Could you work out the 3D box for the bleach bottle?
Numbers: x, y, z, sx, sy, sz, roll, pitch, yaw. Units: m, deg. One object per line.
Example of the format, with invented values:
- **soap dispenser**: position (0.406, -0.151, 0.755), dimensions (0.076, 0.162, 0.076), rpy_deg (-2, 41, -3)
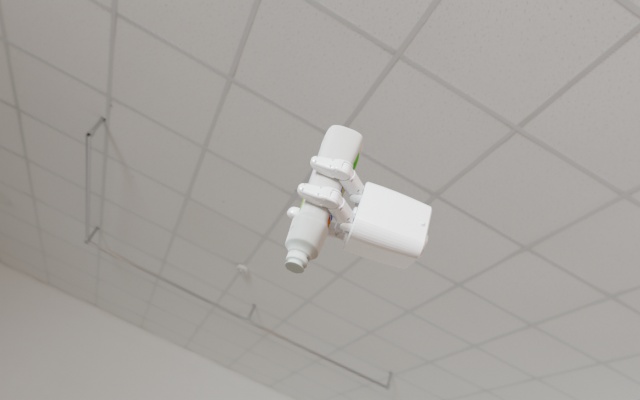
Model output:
- **bleach bottle**: position (0.000, 0.002, 0.729), dimensions (0.068, 0.250, 0.103), rpy_deg (20, -36, 3)
